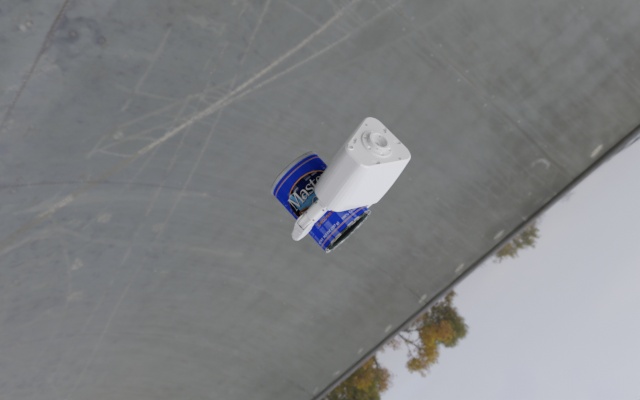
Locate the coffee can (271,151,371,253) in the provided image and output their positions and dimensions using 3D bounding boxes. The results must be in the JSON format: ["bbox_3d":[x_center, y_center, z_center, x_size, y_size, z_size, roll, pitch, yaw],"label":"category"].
[{"bbox_3d":[0.000,0.003,0.799,0.103,0.140,0.103,-41,-12,-10],"label":"coffee can"}]
